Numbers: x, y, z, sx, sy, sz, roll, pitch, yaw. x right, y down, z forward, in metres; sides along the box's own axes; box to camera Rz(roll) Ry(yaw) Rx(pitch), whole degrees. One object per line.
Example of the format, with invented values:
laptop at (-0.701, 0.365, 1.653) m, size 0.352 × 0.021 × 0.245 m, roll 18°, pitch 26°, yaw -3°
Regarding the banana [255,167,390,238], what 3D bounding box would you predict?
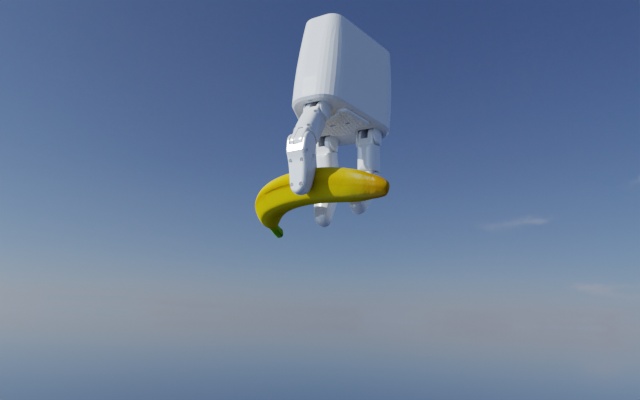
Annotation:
banana at (-0.017, -0.004, 0.502) m, size 0.070 × 0.037 × 0.198 m, roll 24°, pitch -28°, yaw -30°
